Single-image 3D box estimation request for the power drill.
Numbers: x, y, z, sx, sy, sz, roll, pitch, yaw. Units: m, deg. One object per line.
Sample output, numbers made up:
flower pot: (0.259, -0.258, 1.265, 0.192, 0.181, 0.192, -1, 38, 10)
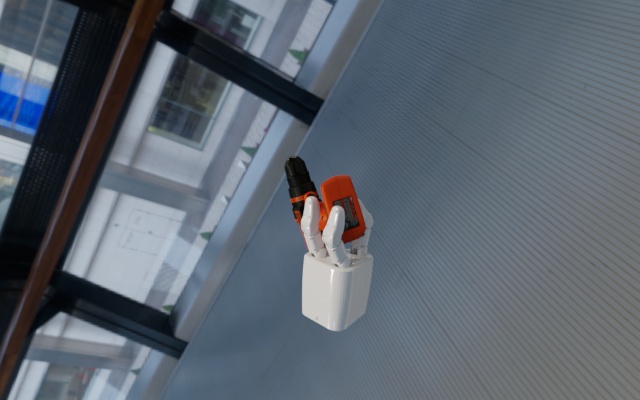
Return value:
power drill: (0.000, 0.003, 0.820, 0.057, 0.184, 0.187, -20, 5, -20)
